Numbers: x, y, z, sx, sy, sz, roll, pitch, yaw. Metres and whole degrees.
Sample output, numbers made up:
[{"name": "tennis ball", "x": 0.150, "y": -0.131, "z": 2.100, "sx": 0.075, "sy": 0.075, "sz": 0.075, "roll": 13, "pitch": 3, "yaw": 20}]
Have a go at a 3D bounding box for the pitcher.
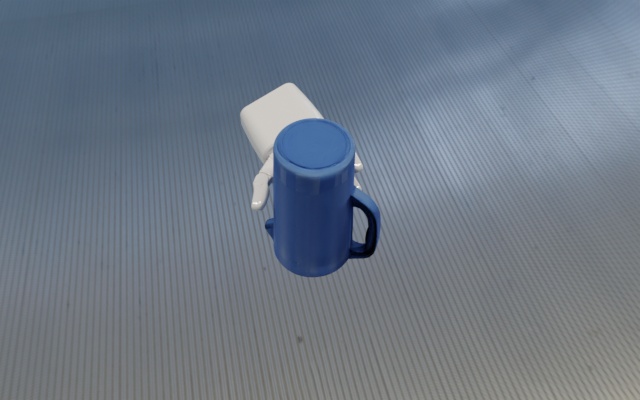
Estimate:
[{"name": "pitcher", "x": 0.000, "y": 0.002, "z": 0.707, "sx": 0.149, "sy": 0.145, "sz": 0.243, "roll": -20, "pitch": -34, "yaw": -16}]
